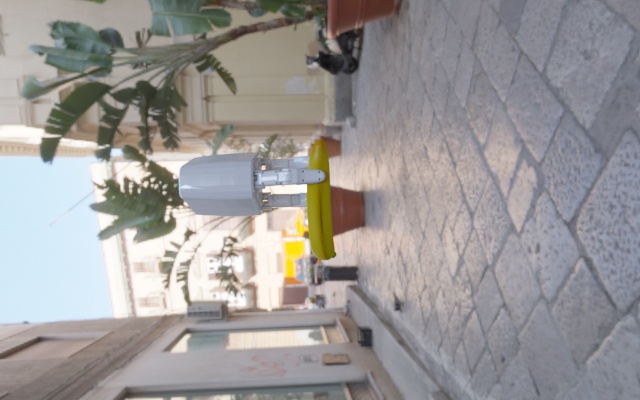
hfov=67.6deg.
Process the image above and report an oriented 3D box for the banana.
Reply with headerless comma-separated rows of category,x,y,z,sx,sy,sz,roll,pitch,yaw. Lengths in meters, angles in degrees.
banana,-0.001,0.013,0.708,0.037,0.198,0.069,-3,22,4
